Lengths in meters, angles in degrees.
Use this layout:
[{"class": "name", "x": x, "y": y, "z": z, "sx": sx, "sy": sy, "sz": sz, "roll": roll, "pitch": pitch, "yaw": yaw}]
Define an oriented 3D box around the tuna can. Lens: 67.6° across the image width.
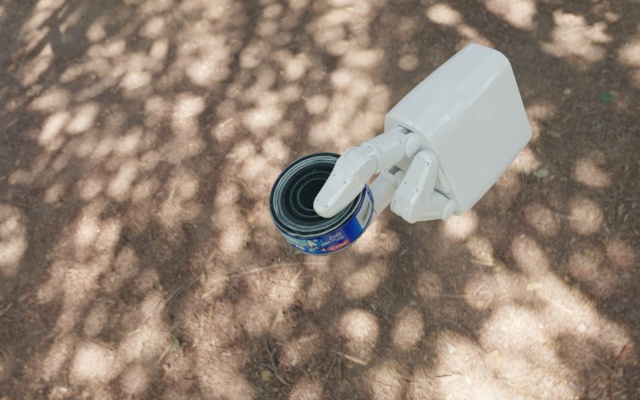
[{"class": "tuna can", "x": 0.000, "y": 0.001, "z": 0.405, "sx": 0.086, "sy": 0.086, "sz": 0.034, "roll": 0, "pitch": -31, "yaw": 21}]
